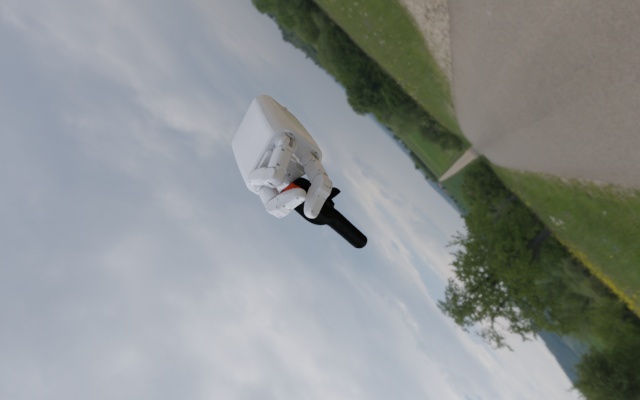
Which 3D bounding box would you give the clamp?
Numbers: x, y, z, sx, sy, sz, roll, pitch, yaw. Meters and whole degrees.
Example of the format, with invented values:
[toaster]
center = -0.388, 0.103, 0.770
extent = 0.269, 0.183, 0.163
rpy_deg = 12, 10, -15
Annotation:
[clamp]
center = 0.000, 0.003, 0.725
extent = 0.171, 0.039, 0.120
rpy_deg = 33, 19, -44
